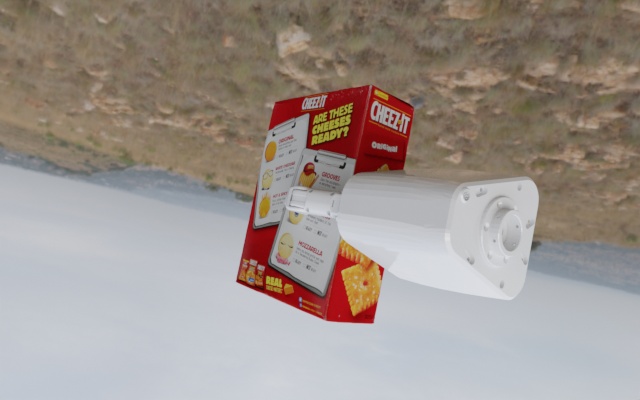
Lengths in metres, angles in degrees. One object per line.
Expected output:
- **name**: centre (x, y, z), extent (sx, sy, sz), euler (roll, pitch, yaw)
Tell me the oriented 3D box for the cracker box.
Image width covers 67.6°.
- **cracker box**: centre (0.000, 0.002, 0.497), extent (0.072, 0.213, 0.164), euler (15, -6, -38)
